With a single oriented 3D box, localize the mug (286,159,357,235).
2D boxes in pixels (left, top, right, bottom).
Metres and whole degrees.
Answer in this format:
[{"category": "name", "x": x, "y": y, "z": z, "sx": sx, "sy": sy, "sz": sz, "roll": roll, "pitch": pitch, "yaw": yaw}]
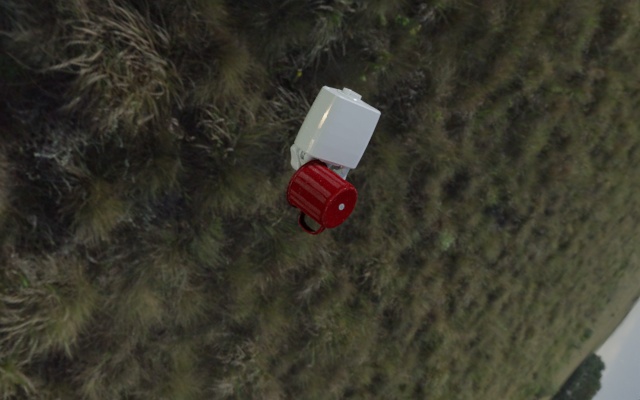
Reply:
[{"category": "mug", "x": 0.000, "y": 0.004, "z": 0.779, "sx": 0.081, "sy": 0.117, "sz": 0.093, "roll": 37, "pitch": 21, "yaw": 32}]
